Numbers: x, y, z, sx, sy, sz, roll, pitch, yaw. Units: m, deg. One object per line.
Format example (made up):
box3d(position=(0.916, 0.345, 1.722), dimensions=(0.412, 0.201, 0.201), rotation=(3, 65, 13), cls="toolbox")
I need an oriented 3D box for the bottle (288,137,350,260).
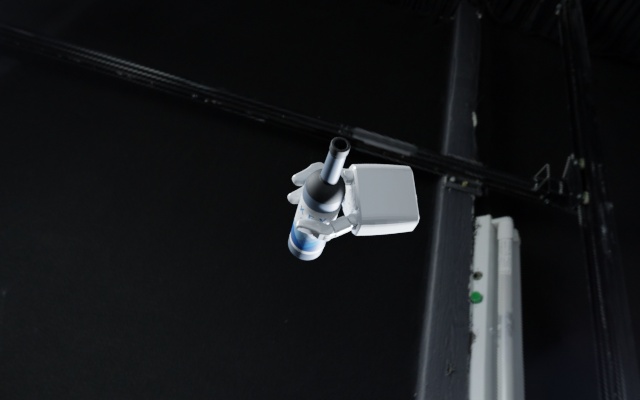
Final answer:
box3d(position=(0.000, 0.003, 0.778), dimensions=(0.069, 0.069, 0.296), rotation=(0, -33, -13), cls="bottle")
